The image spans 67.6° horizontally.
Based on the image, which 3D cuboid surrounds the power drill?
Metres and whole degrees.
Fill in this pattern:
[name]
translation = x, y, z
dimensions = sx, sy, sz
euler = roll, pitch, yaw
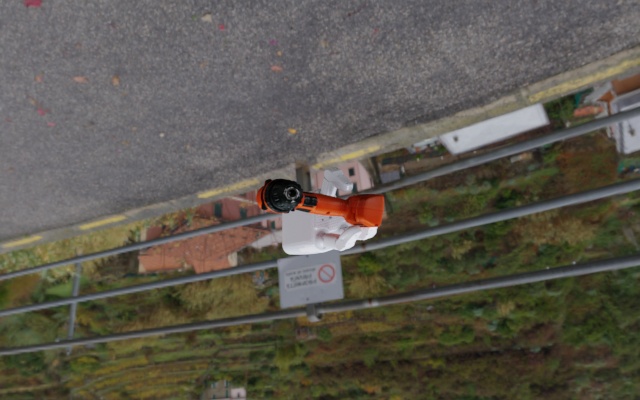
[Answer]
[power drill]
translation = 0.000, 0.003, 0.749
dimensions = 0.187, 0.057, 0.184
euler = 10, -3, -16
